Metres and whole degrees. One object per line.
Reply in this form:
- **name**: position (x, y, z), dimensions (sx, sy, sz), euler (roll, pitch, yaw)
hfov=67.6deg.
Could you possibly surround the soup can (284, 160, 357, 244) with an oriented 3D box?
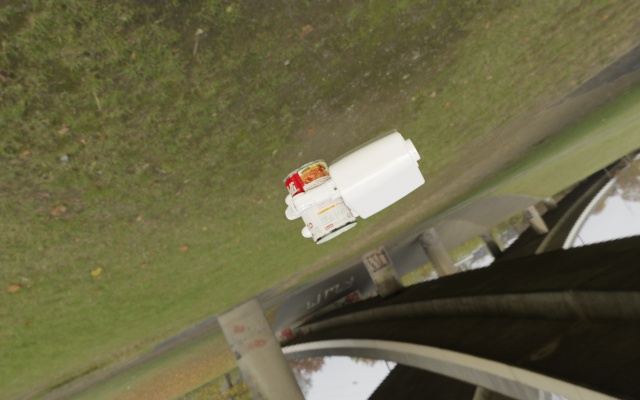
- **soup can**: position (0.000, 0.003, 0.683), dimensions (0.068, 0.102, 0.068), euler (-27, -10, -5)
